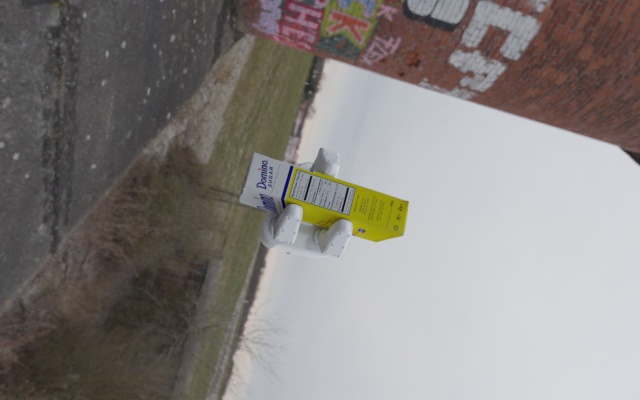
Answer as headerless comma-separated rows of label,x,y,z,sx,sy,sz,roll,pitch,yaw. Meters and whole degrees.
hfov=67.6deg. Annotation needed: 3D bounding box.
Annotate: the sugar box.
sugar box,0.000,0.002,0.532,0.176,0.048,0.093,14,-13,-9
